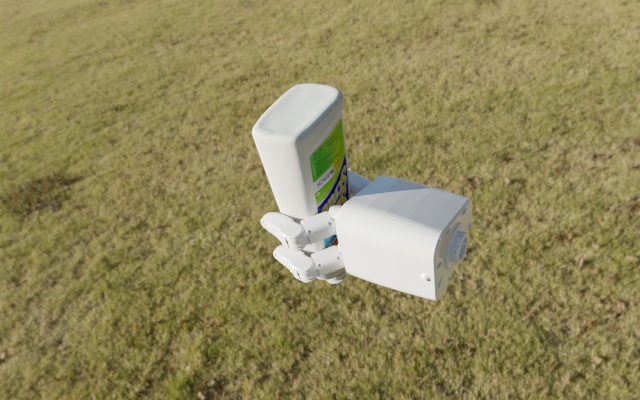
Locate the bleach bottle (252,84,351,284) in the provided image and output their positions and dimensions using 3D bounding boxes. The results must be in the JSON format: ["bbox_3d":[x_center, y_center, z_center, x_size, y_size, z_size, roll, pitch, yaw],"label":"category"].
[{"bbox_3d":[0.000,0.002,0.547,0.068,0.251,0.102,16,50,30],"label":"bleach bottle"}]
